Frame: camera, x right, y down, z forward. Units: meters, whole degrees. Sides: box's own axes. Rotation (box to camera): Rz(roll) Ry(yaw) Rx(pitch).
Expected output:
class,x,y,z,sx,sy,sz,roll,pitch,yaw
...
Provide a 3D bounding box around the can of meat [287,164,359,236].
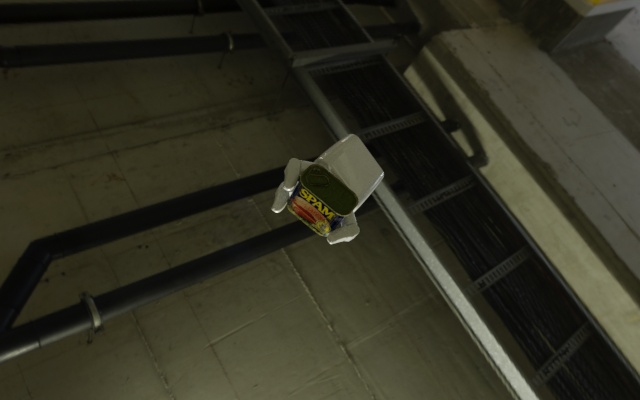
class,x,y,z,sx,sy,sz,roll,pitch,yaw
can of meat,0.000,0.003,0.801,0.057,0.102,0.084,-47,-4,-39
